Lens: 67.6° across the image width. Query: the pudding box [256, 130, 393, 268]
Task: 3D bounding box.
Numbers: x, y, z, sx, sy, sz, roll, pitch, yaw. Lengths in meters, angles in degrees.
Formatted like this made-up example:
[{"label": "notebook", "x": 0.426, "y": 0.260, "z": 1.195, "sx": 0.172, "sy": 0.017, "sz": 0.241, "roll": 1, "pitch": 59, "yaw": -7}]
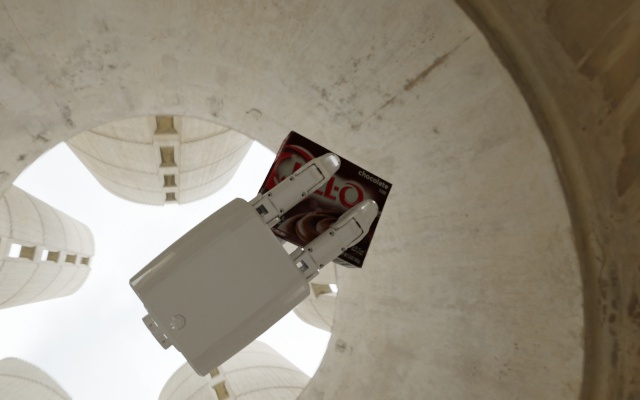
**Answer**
[{"label": "pudding box", "x": 0.000, "y": 0.002, "z": 0.446, "sx": 0.113, "sy": 0.090, "sz": 0.039, "roll": 28, "pitch": -19, "yaw": -13}]
